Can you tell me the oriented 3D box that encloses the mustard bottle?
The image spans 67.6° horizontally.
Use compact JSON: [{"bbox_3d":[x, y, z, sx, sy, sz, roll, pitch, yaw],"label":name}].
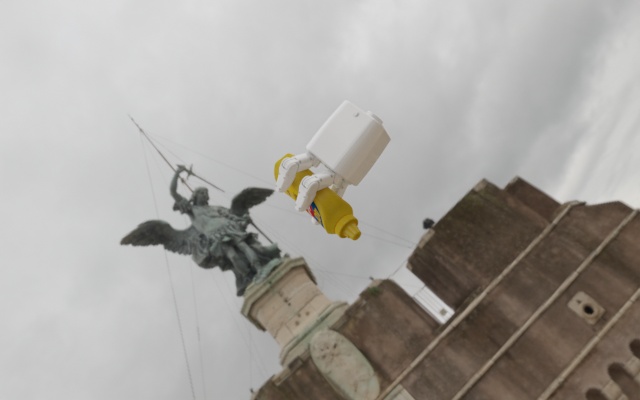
[{"bbox_3d":[0.000,0.003,0.808,0.191,0.058,0.096,42,-17,33],"label":"mustard bottle"}]
